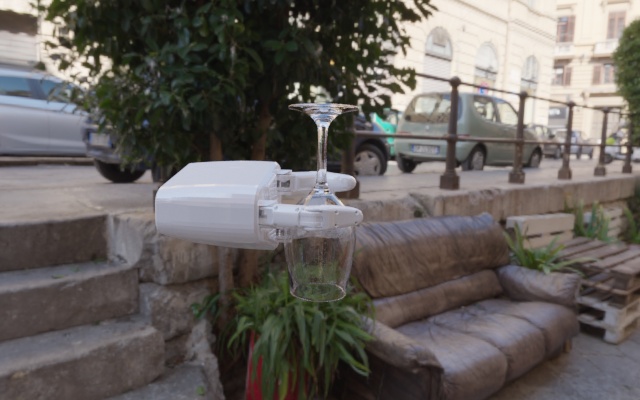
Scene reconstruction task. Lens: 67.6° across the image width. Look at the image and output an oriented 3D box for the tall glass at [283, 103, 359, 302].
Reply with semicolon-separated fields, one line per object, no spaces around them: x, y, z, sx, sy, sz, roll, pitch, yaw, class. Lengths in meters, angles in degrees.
0.000;0.001;0.508;0.079;0.201;0.079;1;6;0;tall glass
